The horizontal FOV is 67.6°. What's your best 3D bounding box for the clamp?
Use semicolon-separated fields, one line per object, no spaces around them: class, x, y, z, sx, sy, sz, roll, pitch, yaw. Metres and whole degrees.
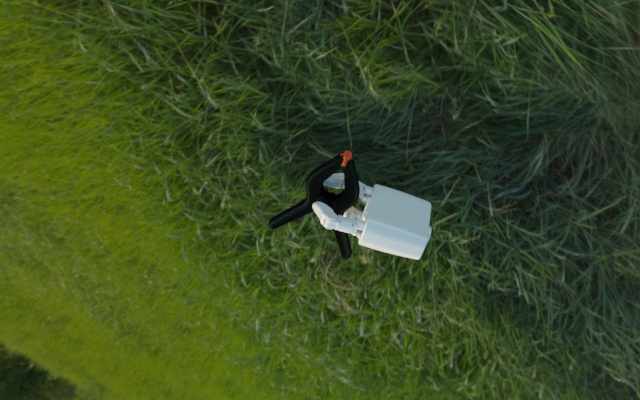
clamp;0.000;0.003;0.843;0.164;0.210;0.036;16;31;0
